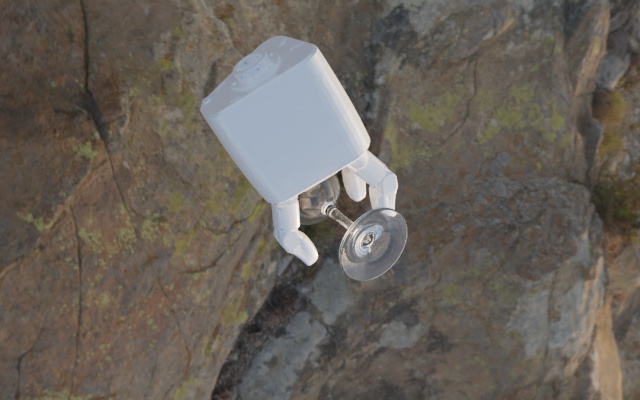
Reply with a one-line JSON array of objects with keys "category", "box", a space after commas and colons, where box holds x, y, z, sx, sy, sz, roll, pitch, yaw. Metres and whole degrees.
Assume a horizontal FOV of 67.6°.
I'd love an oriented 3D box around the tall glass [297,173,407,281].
[{"category": "tall glass", "box": [0.000, 0.002, 0.508, 0.079, 0.079, 0.201, 0, 23, -32]}]
